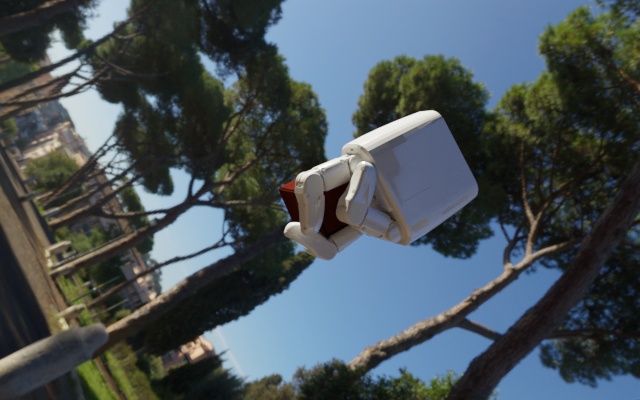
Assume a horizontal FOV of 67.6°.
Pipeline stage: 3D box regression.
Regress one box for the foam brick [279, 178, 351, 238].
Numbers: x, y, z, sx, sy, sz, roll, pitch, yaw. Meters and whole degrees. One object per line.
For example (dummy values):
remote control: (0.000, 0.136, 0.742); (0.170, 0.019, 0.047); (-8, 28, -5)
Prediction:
foam brick: (0.000, 0.002, 0.518); (0.051, 0.053, 0.078); (-29, 19, -23)
